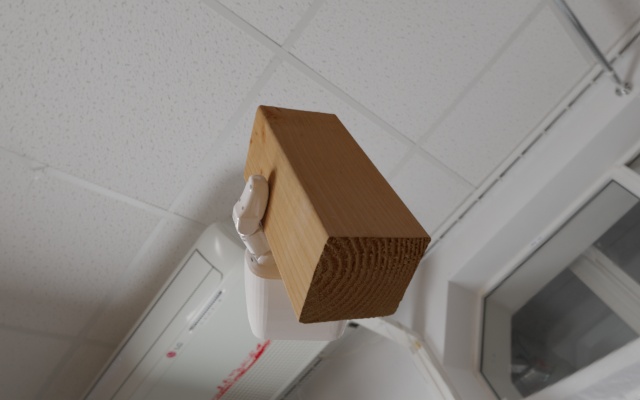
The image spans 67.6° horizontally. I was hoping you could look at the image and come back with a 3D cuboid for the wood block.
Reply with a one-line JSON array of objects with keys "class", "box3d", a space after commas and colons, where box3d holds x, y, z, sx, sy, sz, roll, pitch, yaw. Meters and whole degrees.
[{"class": "wood block", "box3d": [0.000, 0.002, 0.439, 0.091, 0.090, 0.206, 1, 35, -25]}]
